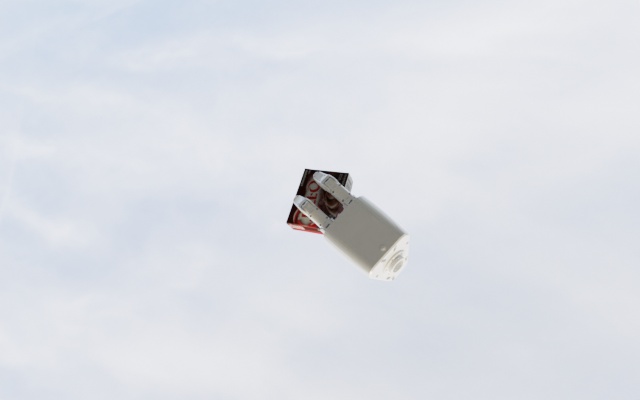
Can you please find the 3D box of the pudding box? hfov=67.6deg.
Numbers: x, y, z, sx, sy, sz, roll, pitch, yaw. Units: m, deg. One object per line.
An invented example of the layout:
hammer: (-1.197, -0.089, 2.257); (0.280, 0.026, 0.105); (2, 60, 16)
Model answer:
pudding box: (0.000, 0.003, 0.842); (0.090, 0.113, 0.039); (8, -24, 26)
